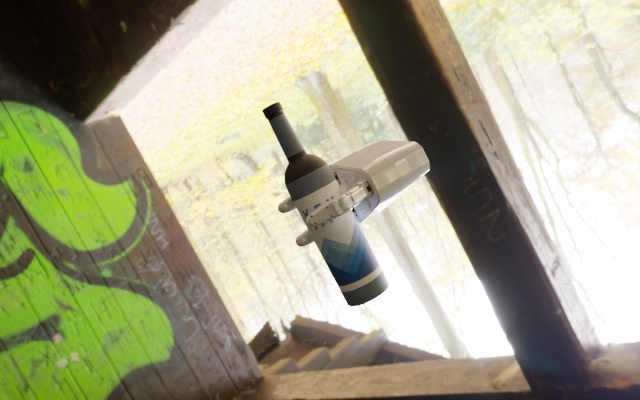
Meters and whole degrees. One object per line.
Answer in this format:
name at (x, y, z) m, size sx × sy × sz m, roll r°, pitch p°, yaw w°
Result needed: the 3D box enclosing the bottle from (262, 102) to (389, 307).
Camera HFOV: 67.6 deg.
bottle at (0.000, 0.002, 0.660) m, size 0.069 × 0.296 × 0.069 m, roll -27°, pitch 5°, yaw 3°
